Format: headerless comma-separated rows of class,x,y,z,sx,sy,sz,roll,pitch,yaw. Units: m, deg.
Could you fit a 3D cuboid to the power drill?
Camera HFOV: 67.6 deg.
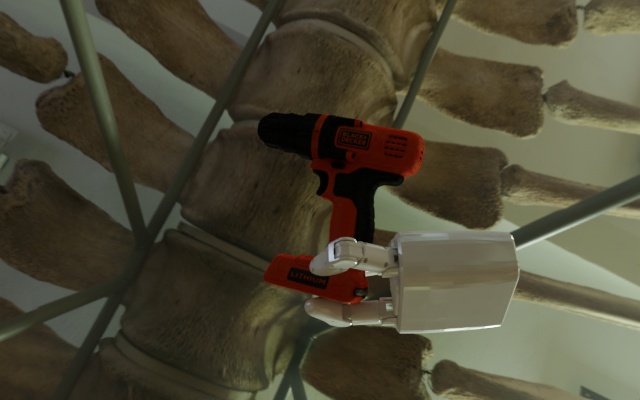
power drill,0.000,0.002,0.498,0.184,0.187,0.057,12,-5,21
